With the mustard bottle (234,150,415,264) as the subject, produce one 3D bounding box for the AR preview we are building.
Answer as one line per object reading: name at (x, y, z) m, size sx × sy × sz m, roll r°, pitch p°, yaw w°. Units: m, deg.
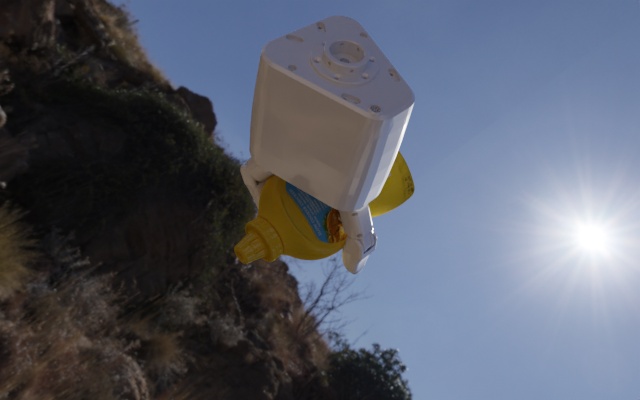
mustard bottle at (0.000, 0.002, 0.458) m, size 0.191 × 0.096 × 0.058 m, roll -34°, pitch 2°, yaw -29°
